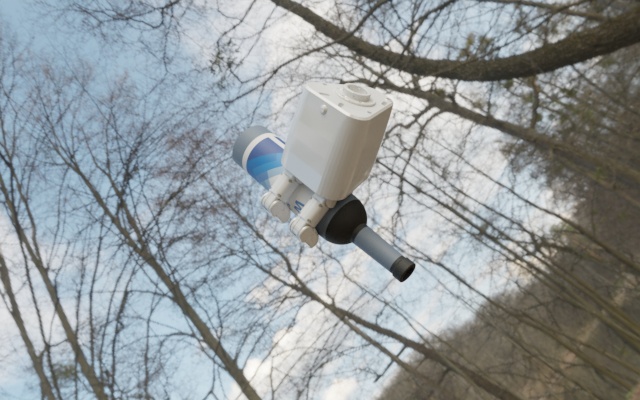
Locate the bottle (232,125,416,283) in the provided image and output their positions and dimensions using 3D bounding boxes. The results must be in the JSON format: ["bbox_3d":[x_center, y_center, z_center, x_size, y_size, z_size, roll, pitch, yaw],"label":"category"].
[{"bbox_3d":[0.000,0.002,0.613,0.295,0.069,0.069,39,22,29],"label":"bottle"}]
